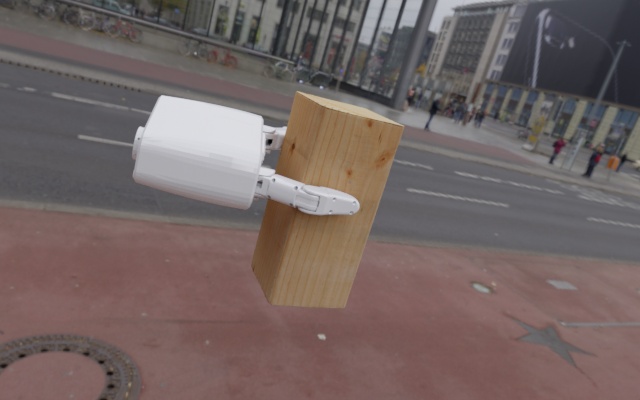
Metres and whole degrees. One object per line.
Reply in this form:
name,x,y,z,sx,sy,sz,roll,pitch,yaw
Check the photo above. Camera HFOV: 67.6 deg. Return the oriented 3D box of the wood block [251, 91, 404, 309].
wood block,0.000,0.002,0.509,0.090,0.206,0.090,9,18,-25
